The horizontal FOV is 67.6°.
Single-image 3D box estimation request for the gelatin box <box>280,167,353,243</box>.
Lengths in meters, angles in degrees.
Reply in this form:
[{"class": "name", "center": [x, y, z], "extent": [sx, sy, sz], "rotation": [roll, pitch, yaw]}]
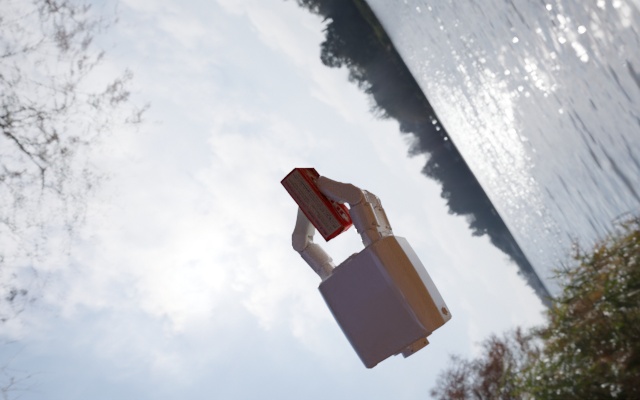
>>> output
[{"class": "gelatin box", "center": [0.000, 0.002, 0.559], "extent": [0.030, 0.089, 0.073], "rotation": [-41, -7, 14]}]
